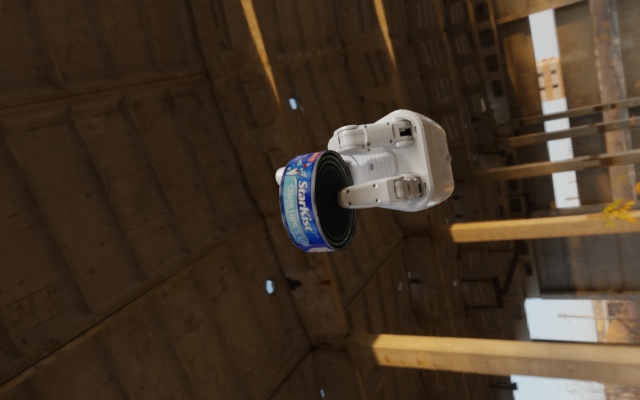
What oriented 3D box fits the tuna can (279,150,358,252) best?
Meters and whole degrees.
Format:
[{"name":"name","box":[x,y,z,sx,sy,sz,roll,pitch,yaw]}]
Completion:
[{"name":"tuna can","box":[0.000,0.001,0.409,0.034,0.086,0.086,-7,-3,26]}]
